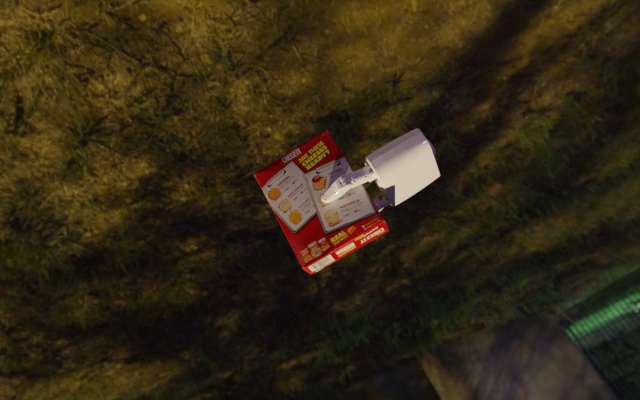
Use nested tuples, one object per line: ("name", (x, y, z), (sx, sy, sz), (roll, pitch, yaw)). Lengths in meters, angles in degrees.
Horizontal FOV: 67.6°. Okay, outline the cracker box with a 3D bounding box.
("cracker box", (0.000, 0.003, 0.874), (0.164, 0.213, 0.072), (-31, -25, 2))
